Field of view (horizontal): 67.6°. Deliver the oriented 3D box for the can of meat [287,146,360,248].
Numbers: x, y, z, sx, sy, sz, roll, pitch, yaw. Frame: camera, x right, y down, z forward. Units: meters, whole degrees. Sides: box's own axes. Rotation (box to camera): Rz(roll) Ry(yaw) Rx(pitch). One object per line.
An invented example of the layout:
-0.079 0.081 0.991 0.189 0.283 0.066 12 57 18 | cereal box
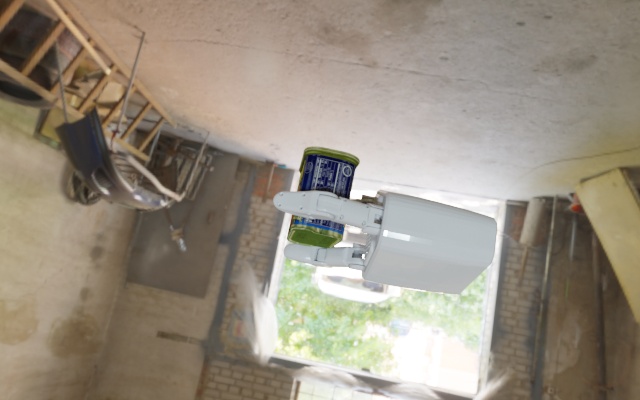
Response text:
0.000 0.002 0.498 0.057 0.084 0.102 12 -14 -5 | can of meat
